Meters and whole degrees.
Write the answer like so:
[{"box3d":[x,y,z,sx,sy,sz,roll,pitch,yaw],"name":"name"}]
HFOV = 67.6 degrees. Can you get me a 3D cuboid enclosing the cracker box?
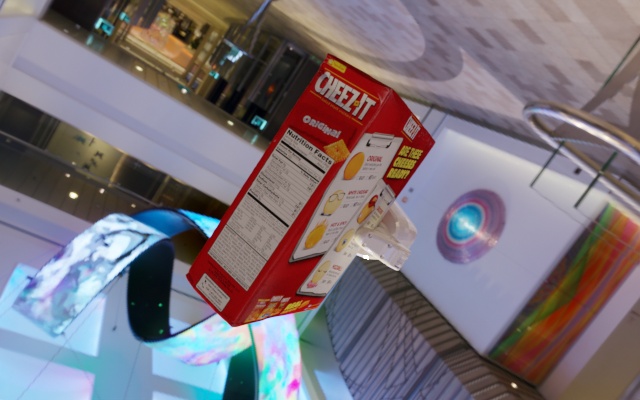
[{"box3d":[0.000,0.002,0.428,0.072,0.214,0.164,37,9,23],"name":"cracker box"}]
